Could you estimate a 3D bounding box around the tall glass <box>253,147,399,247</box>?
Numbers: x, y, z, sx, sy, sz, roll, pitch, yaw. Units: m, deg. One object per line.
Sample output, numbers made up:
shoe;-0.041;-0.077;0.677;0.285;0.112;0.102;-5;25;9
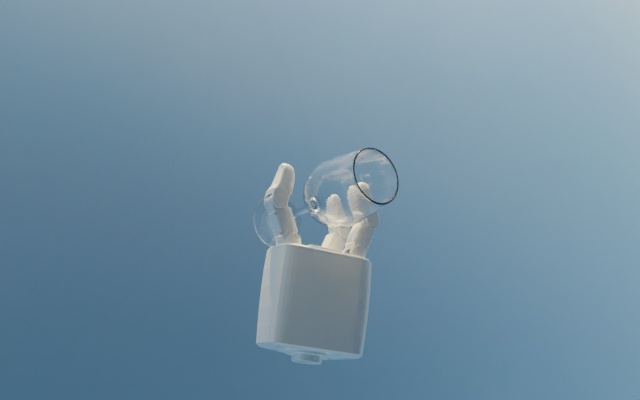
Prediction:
tall glass;0.000;0.002;0.561;0.079;0.079;0.201;0;-16;-37
